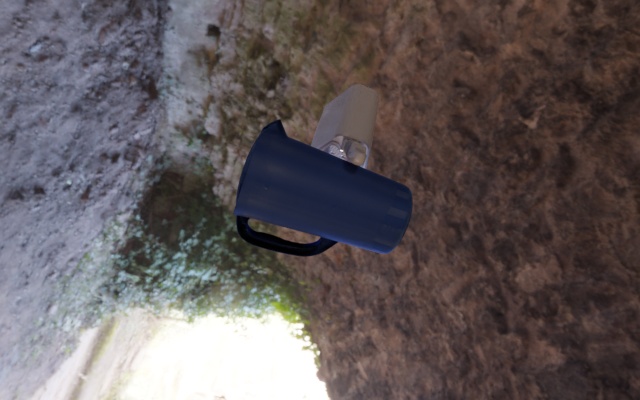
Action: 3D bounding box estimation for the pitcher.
[{"bbox_3d":[0.000,0.002,0.698,0.243,0.145,0.149,19,-29,-8],"label":"pitcher"}]
